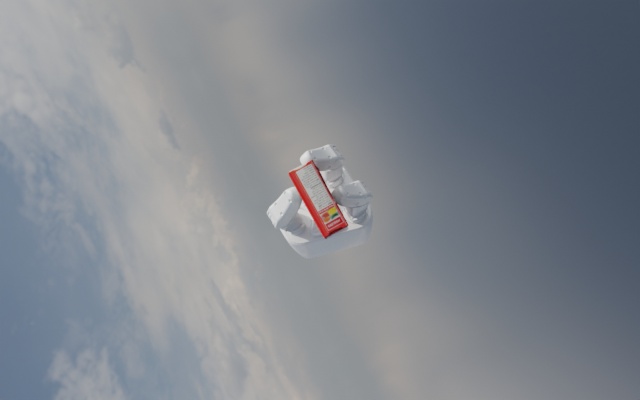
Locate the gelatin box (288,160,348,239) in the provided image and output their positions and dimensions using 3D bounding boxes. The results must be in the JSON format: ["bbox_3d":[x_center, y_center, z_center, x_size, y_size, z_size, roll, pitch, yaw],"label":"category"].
[{"bbox_3d":[0.000,0.002,0.495,0.030,0.073,0.089,-29,-5,0],"label":"gelatin box"}]
